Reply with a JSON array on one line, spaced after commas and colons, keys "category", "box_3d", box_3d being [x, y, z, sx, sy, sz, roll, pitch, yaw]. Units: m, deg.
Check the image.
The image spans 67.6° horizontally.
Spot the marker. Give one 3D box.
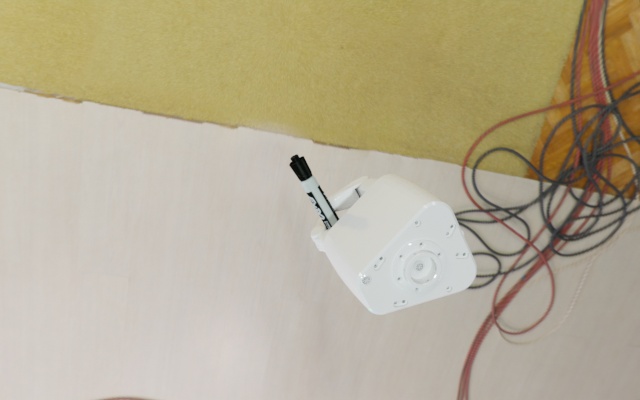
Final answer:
[{"category": "marker", "box_3d": [0.000, 0.002, 0.534, 0.020, 0.121, 0.020, -26, 19, 10]}]
